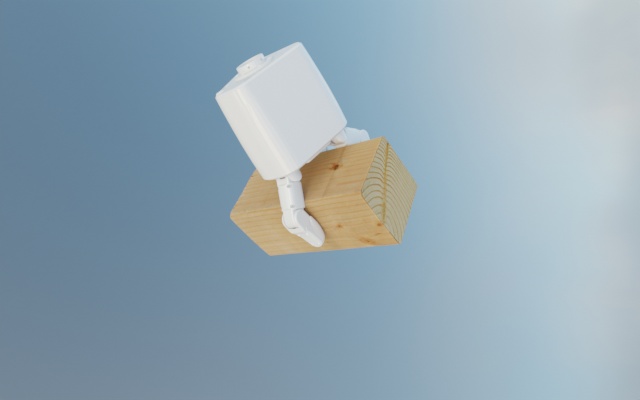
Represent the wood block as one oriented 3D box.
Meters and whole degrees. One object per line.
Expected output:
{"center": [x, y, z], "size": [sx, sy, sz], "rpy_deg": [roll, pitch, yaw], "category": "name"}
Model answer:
{"center": [0.000, 0.002, 0.591], "size": [0.206, 0.090, 0.090], "rpy_deg": [-10, -47, 39], "category": "wood block"}
